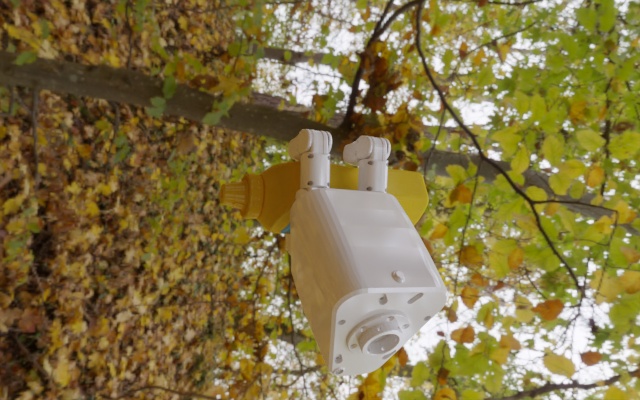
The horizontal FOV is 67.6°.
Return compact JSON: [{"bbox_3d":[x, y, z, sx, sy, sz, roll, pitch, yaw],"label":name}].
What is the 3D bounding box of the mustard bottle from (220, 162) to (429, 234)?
[{"bbox_3d":[0.000,0.001,0.459,0.191,0.058,0.096,4,-27,-24],"label":"mustard bottle"}]
